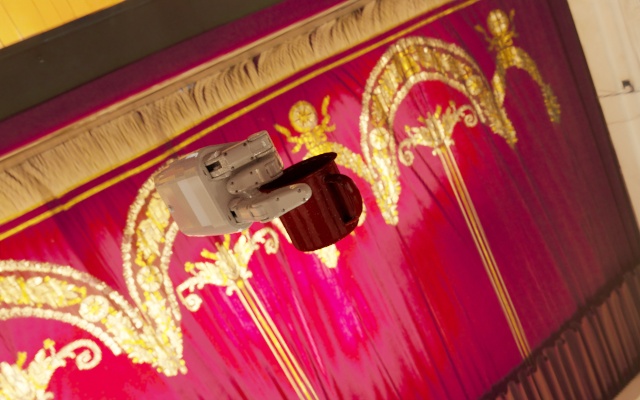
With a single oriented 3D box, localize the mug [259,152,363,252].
[{"bbox_3d":[0.001,0.002,0.516,0.117,0.081,0.093,-9,23,46],"label":"mug"}]
